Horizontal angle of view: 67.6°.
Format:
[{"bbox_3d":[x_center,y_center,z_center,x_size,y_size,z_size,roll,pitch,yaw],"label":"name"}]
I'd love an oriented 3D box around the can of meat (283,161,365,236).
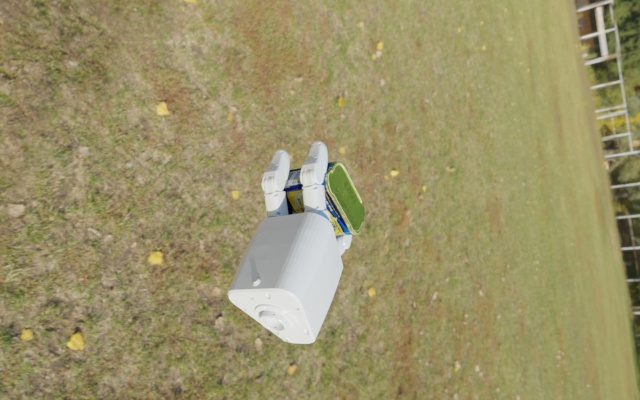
[{"bbox_3d":[0.000,0.002,0.609,0.084,0.102,0.057,-8,37,32],"label":"can of meat"}]
